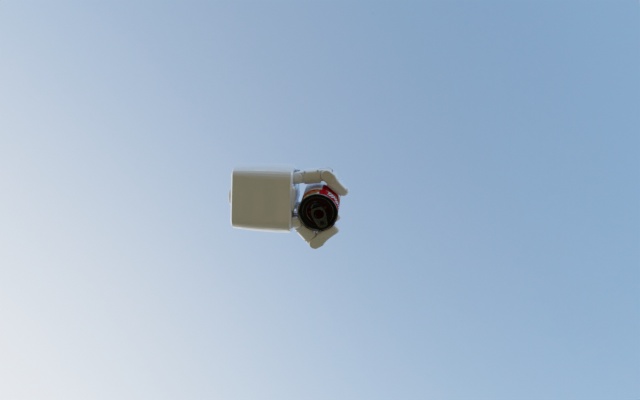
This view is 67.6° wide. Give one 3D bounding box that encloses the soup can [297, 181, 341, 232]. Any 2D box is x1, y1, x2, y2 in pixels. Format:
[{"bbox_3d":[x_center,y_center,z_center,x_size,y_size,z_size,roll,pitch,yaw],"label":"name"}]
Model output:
[{"bbox_3d":[0.001,0.003,0.833,0.068,0.068,0.102,0,21,6],"label":"soup can"}]
